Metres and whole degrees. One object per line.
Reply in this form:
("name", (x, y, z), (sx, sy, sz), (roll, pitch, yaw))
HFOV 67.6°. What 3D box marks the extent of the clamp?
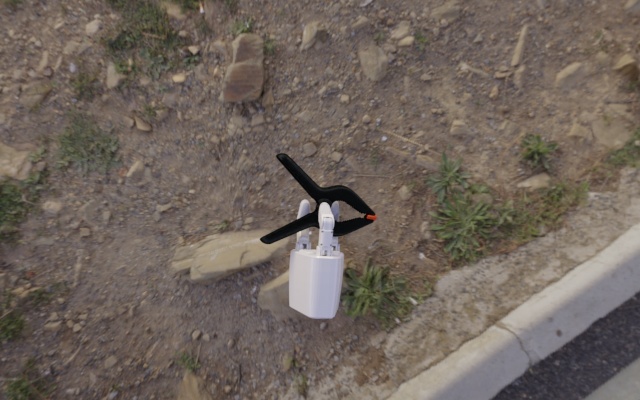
("clamp", (0.001, 0.003, 0.868), (0.210, 0.164, 0.036), (4, 2, -10))
